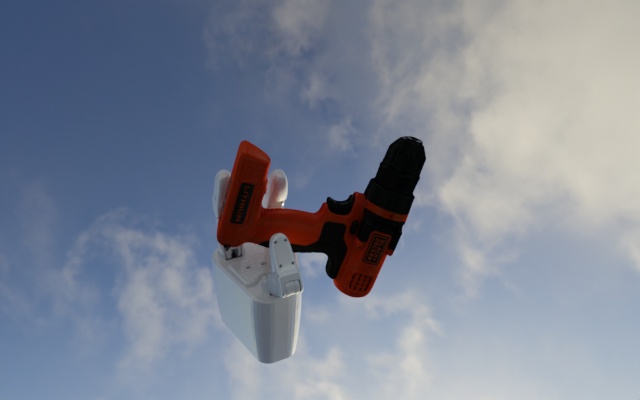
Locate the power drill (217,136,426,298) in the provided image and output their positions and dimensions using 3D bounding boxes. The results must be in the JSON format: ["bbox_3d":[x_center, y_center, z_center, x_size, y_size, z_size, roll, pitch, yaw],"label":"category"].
[{"bbox_3d":[0.000,0.002,0.487,0.187,0.184,0.057,16,16,-13],"label":"power drill"}]
